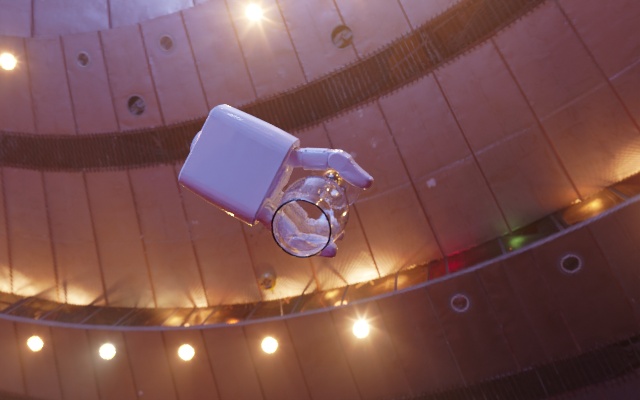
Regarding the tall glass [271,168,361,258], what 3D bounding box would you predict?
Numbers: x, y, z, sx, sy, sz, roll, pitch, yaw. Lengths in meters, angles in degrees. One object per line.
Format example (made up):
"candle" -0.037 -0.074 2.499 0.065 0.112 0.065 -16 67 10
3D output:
"tall glass" 0.000 0.002 0.565 0.079 0.079 0.201 0 16 12
